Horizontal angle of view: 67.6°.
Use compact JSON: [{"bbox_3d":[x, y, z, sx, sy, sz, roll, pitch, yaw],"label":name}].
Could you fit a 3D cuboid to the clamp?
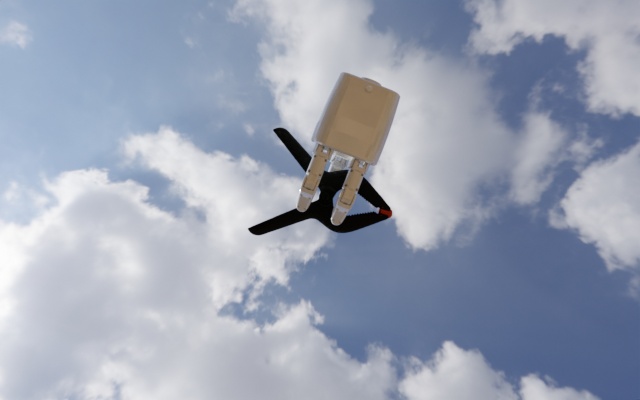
[{"bbox_3d":[0.001,0.002,0.714,0.210,0.164,0.036,22,3,0],"label":"clamp"}]
